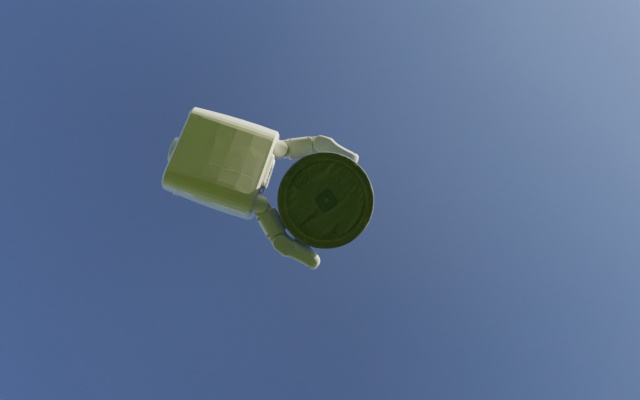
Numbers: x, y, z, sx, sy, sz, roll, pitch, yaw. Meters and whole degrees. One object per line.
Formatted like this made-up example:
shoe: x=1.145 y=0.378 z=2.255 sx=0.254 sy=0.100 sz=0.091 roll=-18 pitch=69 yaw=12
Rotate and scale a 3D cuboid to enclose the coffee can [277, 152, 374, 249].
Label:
coffee can: x=0.000 y=0.002 z=0.570 sx=0.103 sy=0.103 sz=0.140 roll=0 pitch=-2 yaw=-5
